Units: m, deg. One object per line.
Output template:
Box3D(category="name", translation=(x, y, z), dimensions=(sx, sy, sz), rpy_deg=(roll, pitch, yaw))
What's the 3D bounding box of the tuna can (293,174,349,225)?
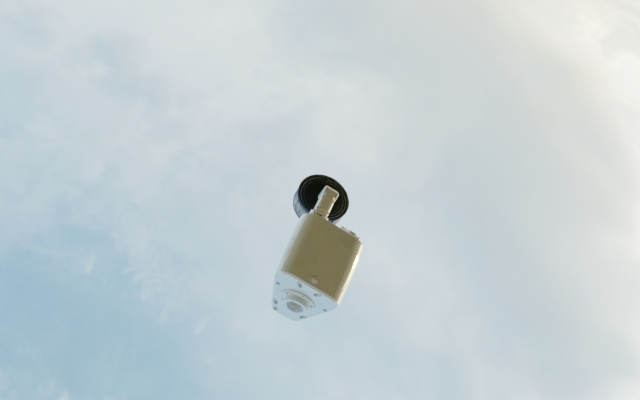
Box3D(category="tuna can", translation=(0.000, 0.003, 0.762), dimensions=(0.086, 0.086, 0.034), rpy_deg=(0, -32, -24))
